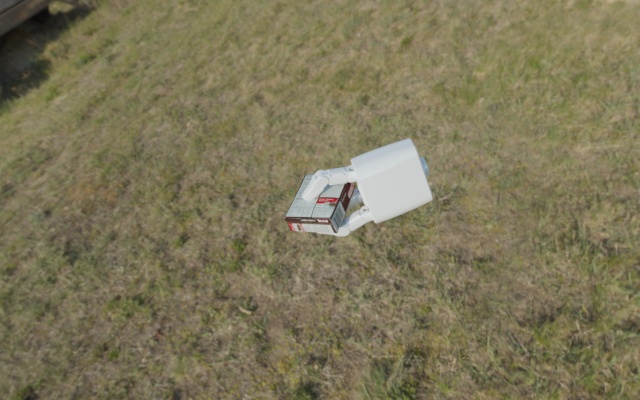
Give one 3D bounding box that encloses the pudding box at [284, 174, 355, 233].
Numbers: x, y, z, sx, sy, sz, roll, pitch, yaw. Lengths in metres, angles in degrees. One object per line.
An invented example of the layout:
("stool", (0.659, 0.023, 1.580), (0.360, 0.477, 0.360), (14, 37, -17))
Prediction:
("pudding box", (0.000, 0.003, 0.822), (0.090, 0.039, 0.113), (0, 44, 27))
